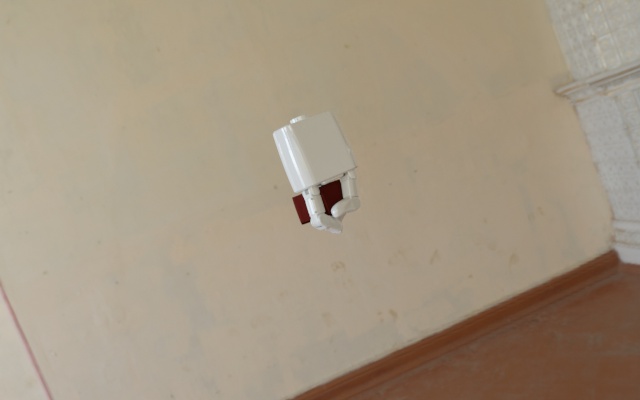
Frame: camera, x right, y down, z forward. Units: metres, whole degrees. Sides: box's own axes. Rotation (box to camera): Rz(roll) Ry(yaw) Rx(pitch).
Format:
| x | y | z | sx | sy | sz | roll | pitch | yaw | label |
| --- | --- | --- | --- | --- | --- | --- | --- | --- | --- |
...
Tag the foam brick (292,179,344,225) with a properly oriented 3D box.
| x | y | z | sx | sy | sz | roll | pitch | yaw | label |
| --- | --- | --- | --- | --- | --- | --- | --- | --- | --- |
| 0.000 | 0.003 | 0.816 | 0.078 | 0.051 | 0.053 | -20 | 4 | 44 | foam brick |
